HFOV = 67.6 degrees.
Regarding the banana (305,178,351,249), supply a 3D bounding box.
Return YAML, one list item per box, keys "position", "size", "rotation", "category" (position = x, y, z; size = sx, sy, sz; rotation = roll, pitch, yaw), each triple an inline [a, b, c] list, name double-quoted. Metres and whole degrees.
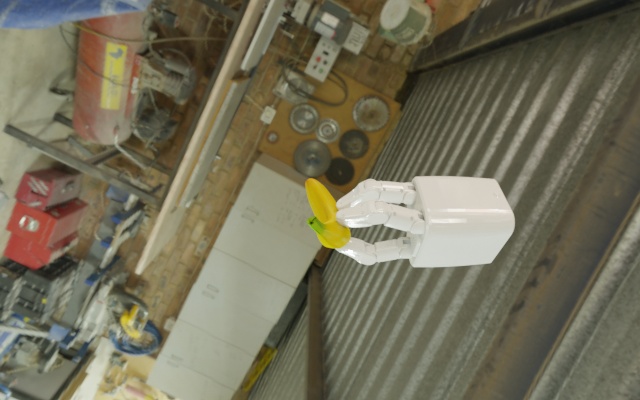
- position: [0.009, 0.019, 0.619]
  size: [0.037, 0.070, 0.197]
  rotation: [-28, 15, 3]
  category: "banana"
